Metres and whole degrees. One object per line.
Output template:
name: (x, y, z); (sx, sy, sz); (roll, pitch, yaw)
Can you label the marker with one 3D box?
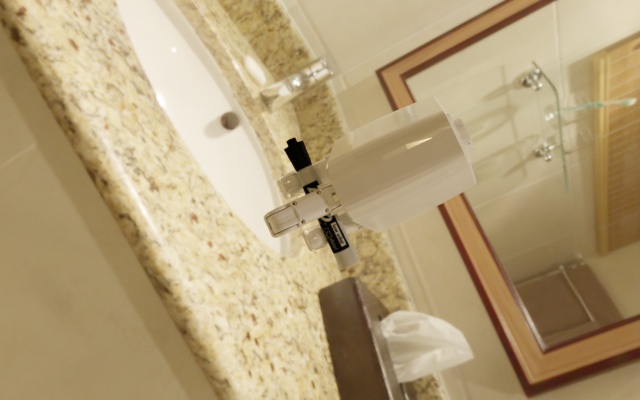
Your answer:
marker: (0.000, 0.001, 0.415); (0.020, 0.121, 0.020); (-25, 0, 0)
